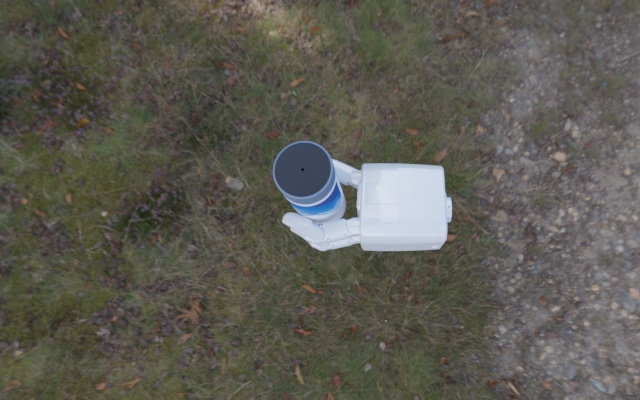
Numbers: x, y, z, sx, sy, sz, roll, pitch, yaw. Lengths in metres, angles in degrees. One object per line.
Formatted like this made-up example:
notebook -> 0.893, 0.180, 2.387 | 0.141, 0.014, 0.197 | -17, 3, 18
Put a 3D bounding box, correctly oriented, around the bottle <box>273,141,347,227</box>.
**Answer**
bottle -> 0.000, 0.002, 0.656 | 0.069, 0.069, 0.296 | 0, -14, 8
